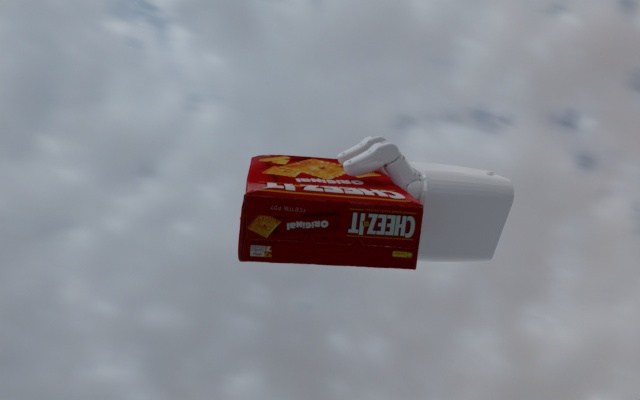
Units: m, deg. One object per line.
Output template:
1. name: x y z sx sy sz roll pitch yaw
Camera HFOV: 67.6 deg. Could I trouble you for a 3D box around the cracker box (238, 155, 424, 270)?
1. cracker box: 0.000 0.002 0.521 0.164 0.072 0.213 3 13 -7
